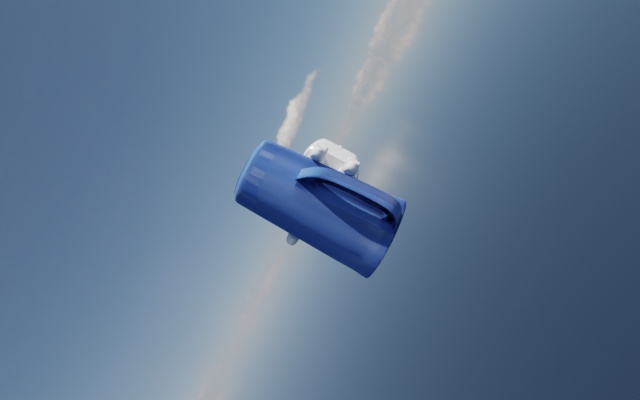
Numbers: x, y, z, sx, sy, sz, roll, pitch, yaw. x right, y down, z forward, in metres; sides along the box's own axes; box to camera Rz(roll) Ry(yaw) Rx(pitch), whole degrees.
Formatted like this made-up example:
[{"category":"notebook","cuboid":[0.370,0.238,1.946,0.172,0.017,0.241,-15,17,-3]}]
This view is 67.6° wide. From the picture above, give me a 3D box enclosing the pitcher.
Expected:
[{"category":"pitcher","cuboid":[0.000,0.002,0.719,0.243,0.149,0.145,27,20,-1]}]
